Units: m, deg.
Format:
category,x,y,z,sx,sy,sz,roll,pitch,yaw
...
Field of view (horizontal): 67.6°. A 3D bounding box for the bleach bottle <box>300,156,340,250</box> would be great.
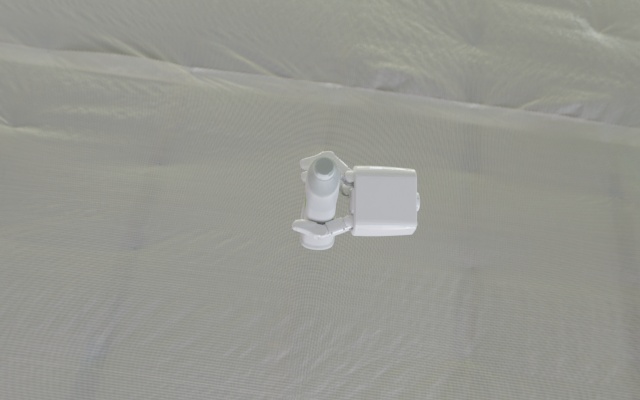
category,x,y,z,sx,sy,sz,roll,pitch,yaw
bleach bottle,0.000,0.003,0.815,0.068,0.102,0.251,3,-21,-2
